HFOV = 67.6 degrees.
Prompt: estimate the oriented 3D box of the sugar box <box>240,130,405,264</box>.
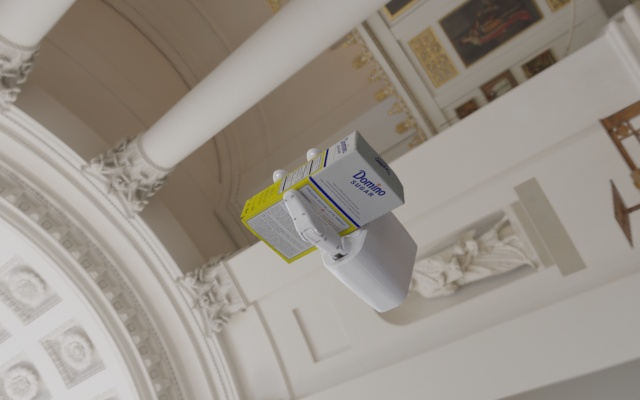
[{"bbox_3d":[0.000,0.002,0.561,0.176,0.093,0.048,-31,30,26],"label":"sugar box"}]
